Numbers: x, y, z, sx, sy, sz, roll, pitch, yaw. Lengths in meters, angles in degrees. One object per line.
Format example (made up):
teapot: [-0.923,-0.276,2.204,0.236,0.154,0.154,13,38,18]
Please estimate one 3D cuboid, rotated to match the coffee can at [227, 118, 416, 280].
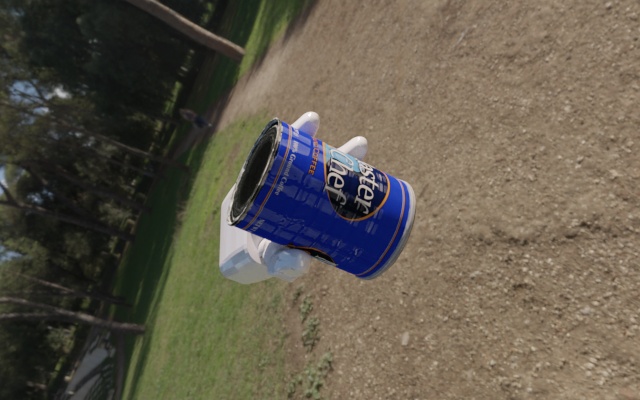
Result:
coffee can: [0.000,0.001,0.437,0.140,0.103,0.103,24,-9,-20]
